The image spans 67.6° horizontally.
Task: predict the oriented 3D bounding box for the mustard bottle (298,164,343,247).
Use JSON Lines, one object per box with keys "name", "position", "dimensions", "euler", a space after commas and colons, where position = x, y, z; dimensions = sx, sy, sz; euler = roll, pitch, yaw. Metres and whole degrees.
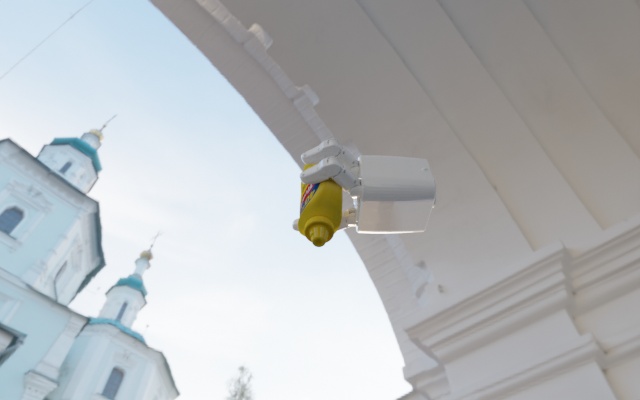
{"name": "mustard bottle", "position": [0.000, 0.002, 0.706], "dimensions": [0.058, 0.096, 0.191], "euler": [22, 32, -13]}
